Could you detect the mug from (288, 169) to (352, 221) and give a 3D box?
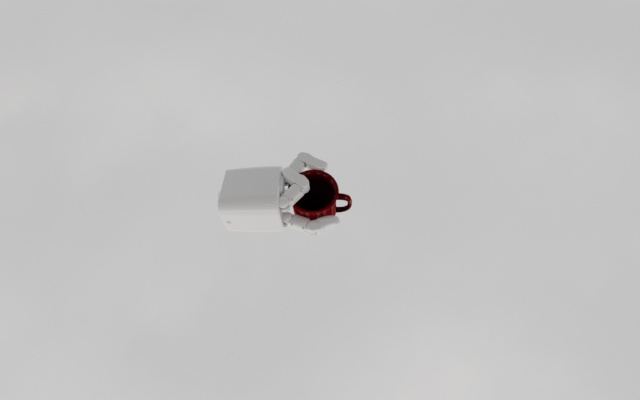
[{"bbox_3d":[0.002,0.003,0.886,0.117,0.093,0.081,0,-30,3],"label":"mug"}]
